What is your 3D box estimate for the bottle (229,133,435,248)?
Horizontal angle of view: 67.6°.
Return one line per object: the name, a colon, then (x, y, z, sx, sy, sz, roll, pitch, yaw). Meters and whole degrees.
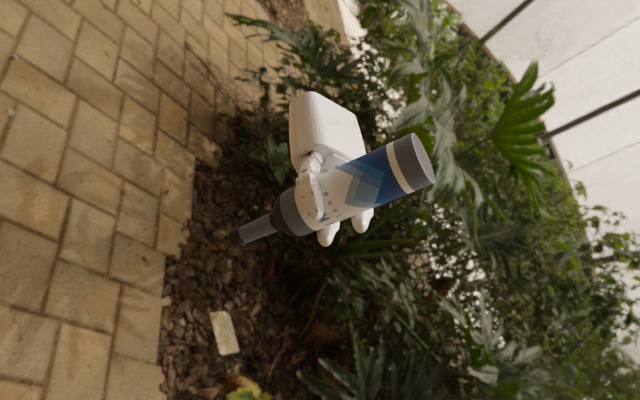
bottle: (0.000, 0.002, 0.633, 0.296, 0.069, 0.069, -23, -10, 23)
